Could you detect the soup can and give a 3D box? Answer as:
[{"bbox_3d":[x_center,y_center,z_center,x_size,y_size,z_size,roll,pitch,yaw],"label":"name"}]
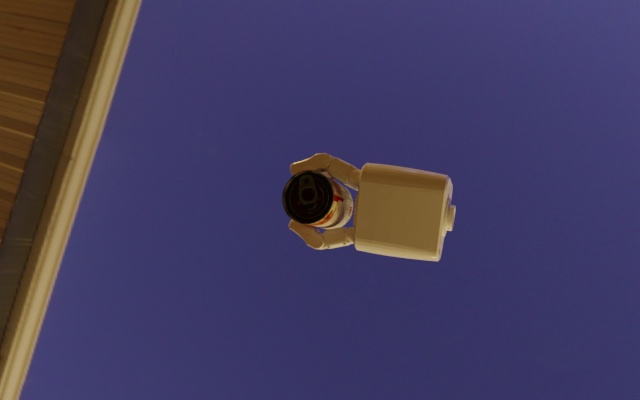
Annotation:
[{"bbox_3d":[0.000,0.002,0.634,0.068,0.068,0.102,0,-7,19],"label":"soup can"}]
